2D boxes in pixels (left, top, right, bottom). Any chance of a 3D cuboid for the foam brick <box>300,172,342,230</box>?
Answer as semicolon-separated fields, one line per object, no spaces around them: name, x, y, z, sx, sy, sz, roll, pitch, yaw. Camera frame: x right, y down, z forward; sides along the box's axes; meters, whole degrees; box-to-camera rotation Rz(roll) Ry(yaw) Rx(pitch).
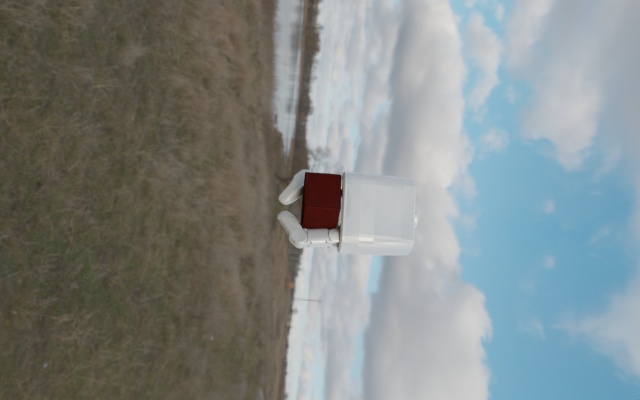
foam brick;0.000;0.002;0.664;0.051;0.053;0.078;4;-26;-2
